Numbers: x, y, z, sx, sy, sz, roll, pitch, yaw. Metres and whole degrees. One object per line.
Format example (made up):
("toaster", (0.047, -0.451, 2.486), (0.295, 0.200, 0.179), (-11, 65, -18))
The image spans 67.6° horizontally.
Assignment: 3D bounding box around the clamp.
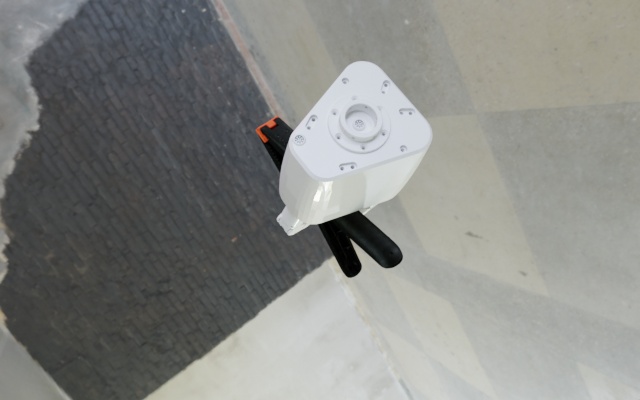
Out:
("clamp", (-0.001, 0.002, 0.532), (0.036, 0.210, 0.165), (-35, -11, -17))
